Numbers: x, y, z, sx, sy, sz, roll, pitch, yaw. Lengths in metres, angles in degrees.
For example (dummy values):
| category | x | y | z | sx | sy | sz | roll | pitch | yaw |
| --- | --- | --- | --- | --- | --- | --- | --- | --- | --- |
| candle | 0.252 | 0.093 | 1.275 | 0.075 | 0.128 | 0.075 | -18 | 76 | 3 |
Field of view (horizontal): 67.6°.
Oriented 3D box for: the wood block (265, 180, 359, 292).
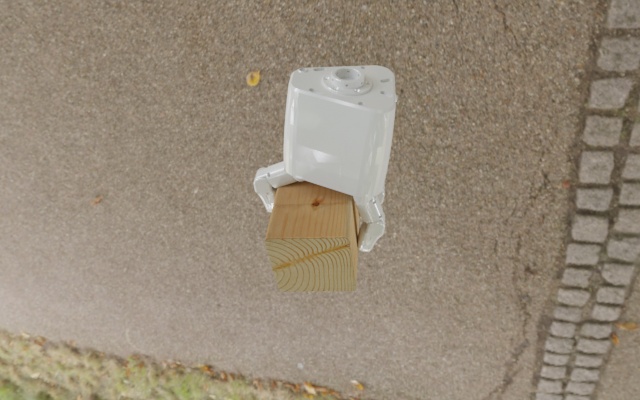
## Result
| category | x | y | z | sx | sy | sz | roll | pitch | yaw |
| --- | --- | --- | --- | --- | --- | --- | --- | --- | --- |
| wood block | 0.000 | 0.002 | 0.587 | 0.091 | 0.090 | 0.206 | -2 | 42 | 9 |
